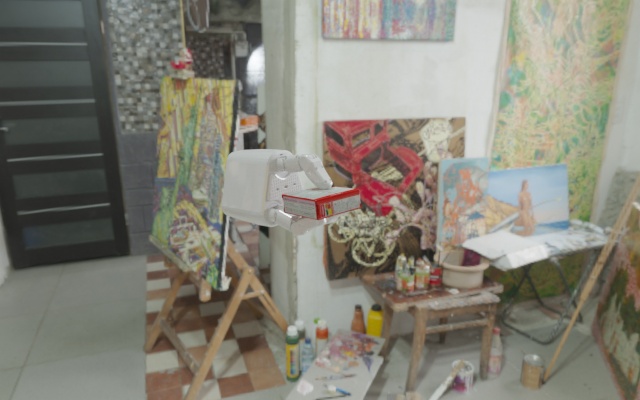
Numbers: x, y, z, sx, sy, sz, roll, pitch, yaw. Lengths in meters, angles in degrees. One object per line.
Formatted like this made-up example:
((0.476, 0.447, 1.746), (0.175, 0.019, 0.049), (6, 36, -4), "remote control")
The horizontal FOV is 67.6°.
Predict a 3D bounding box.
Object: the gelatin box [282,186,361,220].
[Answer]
((0.000, 0.002, 0.656), (0.073, 0.030, 0.089), (-14, 12, -33), "gelatin box")
